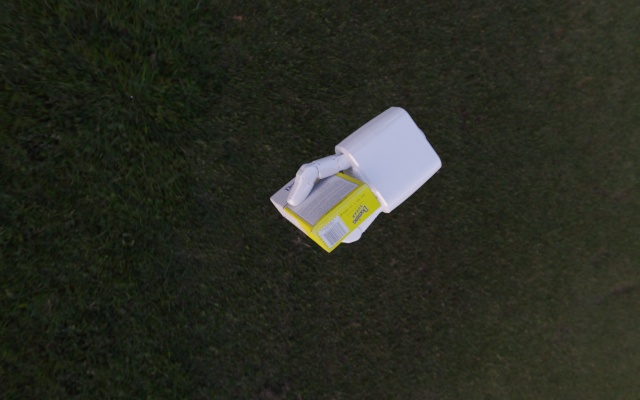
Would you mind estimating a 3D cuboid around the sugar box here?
[{"bbox_3d":[0.001,0.003,0.664,0.093,0.048,0.176,-40,23,-8],"label":"sugar box"}]
